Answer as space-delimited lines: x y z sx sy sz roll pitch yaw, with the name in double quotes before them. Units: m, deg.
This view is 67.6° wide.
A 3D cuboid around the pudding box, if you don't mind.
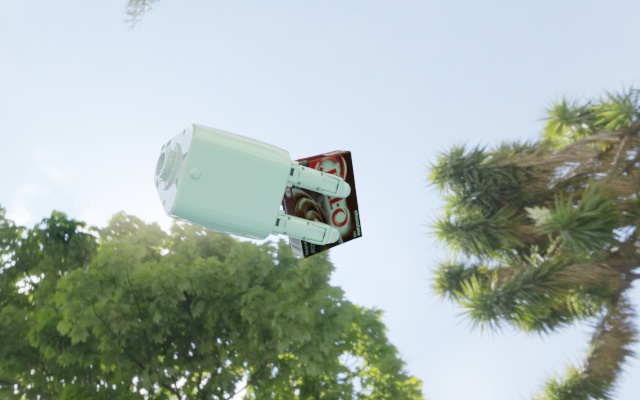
"pudding box" 0.000 0.002 0.575 0.090 0.113 0.039 -17 18 -30
